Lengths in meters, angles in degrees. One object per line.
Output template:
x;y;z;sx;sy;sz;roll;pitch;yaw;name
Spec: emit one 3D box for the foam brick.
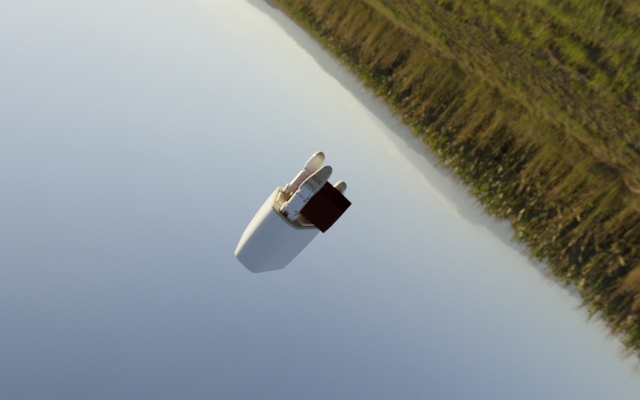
0.000;0.003;0.734;0.078;0.051;0.053;42;20;5;foam brick
